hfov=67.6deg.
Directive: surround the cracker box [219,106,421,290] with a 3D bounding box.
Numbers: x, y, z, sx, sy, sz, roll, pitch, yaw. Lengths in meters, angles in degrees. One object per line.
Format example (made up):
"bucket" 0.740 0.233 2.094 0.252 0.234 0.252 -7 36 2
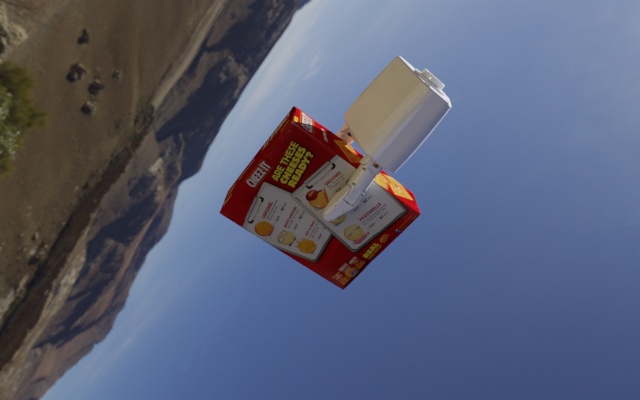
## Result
"cracker box" 0.000 0.002 0.652 0.214 0.164 0.072 34 23 -17
